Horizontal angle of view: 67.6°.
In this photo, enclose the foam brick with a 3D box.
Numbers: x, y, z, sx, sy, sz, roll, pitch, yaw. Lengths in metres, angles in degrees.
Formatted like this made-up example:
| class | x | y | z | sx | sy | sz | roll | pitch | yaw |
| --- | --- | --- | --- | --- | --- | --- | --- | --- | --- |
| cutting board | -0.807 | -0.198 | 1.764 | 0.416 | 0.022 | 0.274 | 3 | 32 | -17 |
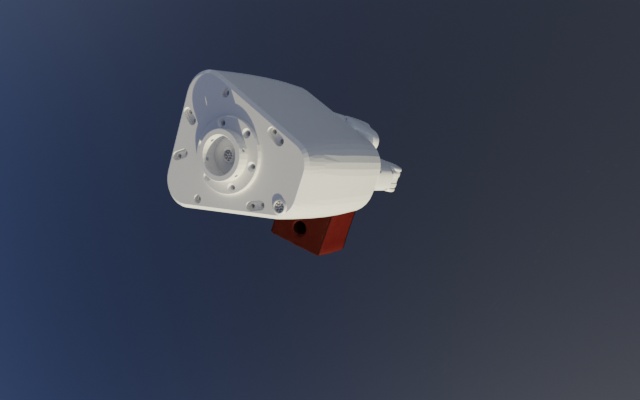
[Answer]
| class | x | y | z | sx | sy | sz | roll | pitch | yaw |
| --- | --- | --- | --- | --- | --- | --- | --- | --- | --- |
| foam brick | 0.000 | 0.002 | 0.419 | 0.053 | 0.078 | 0.051 | 24 | 15 | 24 |
